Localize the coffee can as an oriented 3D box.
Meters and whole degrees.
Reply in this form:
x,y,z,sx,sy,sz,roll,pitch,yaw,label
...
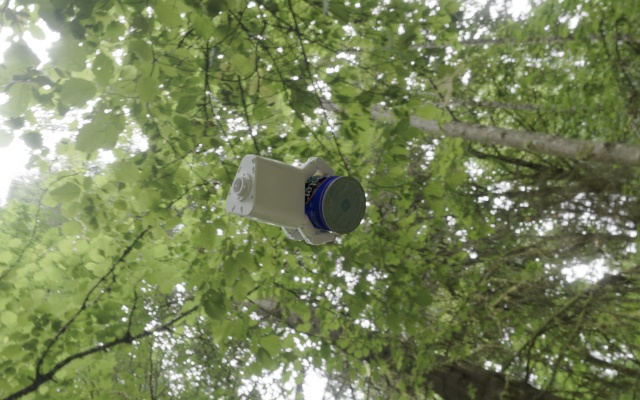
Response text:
x,y,z,sx,sy,sz,roll,pitch,yaw,label
0.000,0.003,0.890,0.103,0.103,0.140,0,5,-41,coffee can
